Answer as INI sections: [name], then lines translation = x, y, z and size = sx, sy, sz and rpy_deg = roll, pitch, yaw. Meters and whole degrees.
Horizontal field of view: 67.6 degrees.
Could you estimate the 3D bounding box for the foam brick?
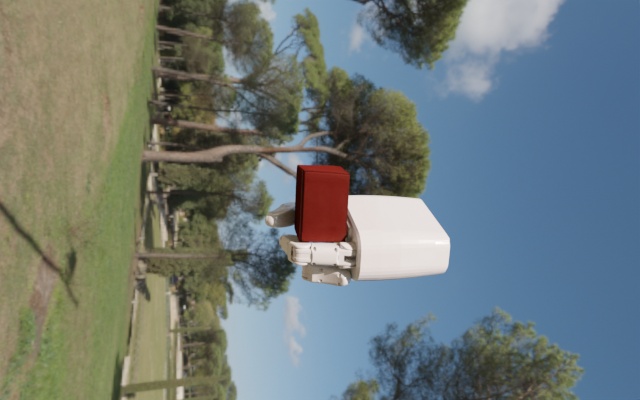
[foam brick]
translation = 0.000, 0.001, 0.525
size = 0.051, 0.078, 0.053
rpy_deg = 1, 13, -9
